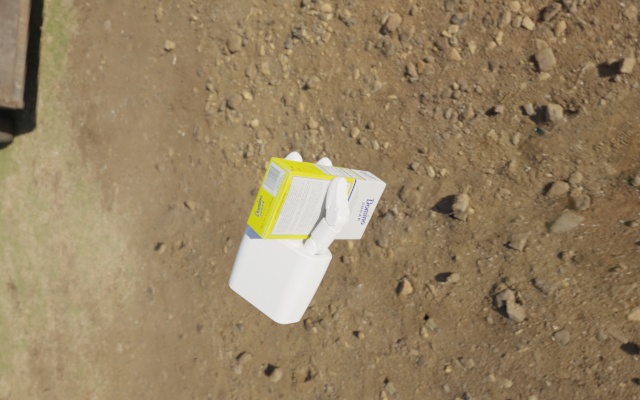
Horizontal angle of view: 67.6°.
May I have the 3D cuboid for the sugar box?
[{"bbox_3d":[0.000,0.002,0.617,0.176,0.093,0.048,4,26,-47],"label":"sugar box"}]
